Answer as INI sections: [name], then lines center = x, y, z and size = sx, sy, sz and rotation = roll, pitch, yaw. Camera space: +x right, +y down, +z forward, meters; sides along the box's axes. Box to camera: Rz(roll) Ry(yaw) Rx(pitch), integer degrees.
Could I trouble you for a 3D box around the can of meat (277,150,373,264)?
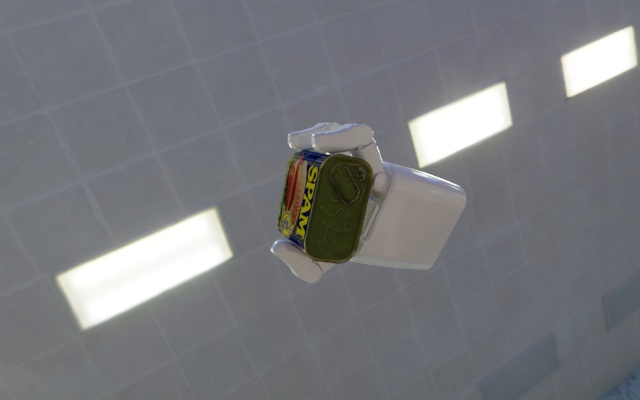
[can of meat]
center = 0.000, 0.002, 0.478
size = 0.057, 0.102, 0.084
rotation = 9, 6, -27
